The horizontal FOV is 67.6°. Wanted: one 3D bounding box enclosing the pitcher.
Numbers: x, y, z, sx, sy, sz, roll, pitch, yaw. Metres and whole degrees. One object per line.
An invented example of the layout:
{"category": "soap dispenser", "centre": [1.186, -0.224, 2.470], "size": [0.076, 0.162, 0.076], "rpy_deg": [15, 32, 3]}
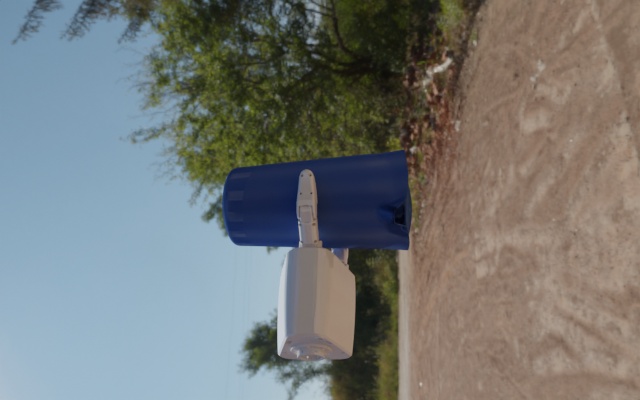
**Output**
{"category": "pitcher", "centre": [0.000, 0.002, 0.654], "size": [0.243, 0.145, 0.149], "rpy_deg": [-2, -30, 6]}
